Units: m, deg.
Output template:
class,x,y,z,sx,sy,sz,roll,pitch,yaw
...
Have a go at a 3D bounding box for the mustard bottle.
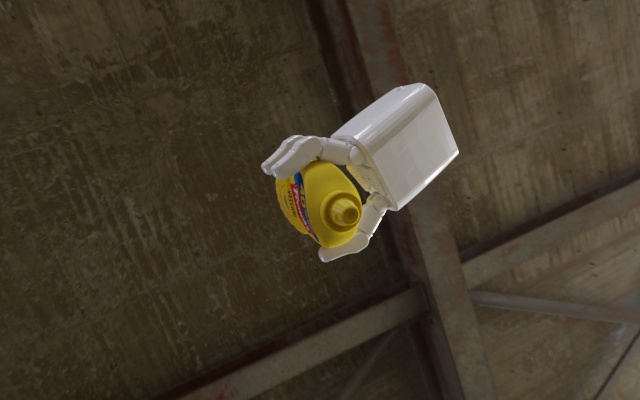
class,x,y,z,sx,sy,sz,roll,pitch,yaw
mustard bottle,0.000,0.002,0.531,0.058,0.096,0.191,-16,12,-15
